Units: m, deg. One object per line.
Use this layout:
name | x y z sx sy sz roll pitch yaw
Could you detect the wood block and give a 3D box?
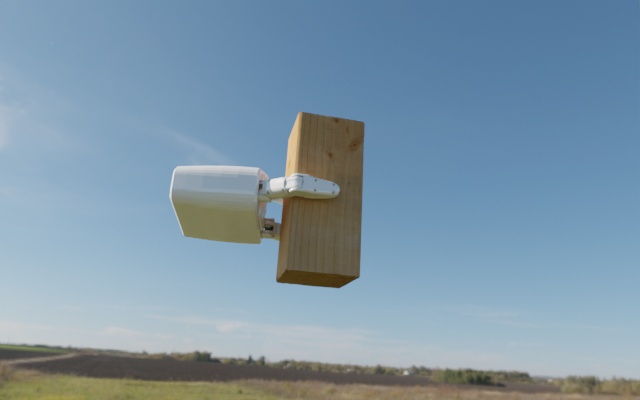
wood block | 0.000 0.002 0.622 0.090 0.206 0.091 7 -20 -11
